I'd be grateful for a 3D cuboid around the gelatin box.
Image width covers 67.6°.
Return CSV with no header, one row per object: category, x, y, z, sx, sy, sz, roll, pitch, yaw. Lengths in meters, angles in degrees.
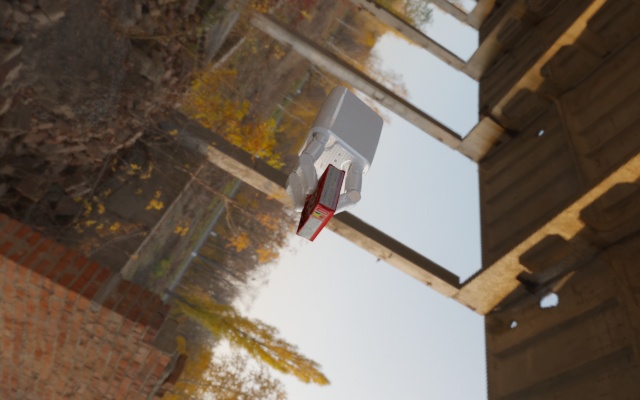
gelatin box,0.000,0.003,0.671,0.030,0.089,0.073,26,-47,-11
